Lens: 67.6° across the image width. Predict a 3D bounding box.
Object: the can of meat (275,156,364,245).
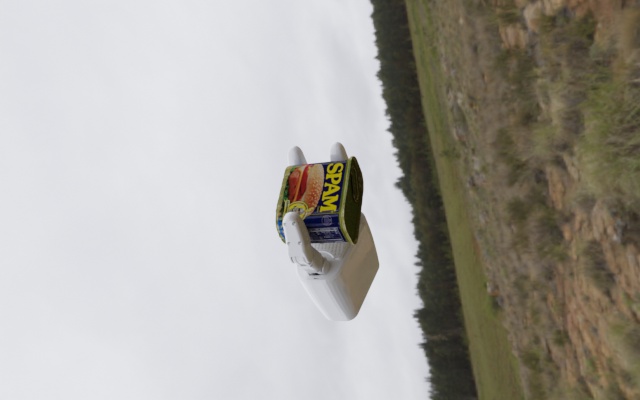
[{"bbox_3d":[0.000,0.002,0.552,0.084,0.102,0.057,-4,-38,20],"label":"can of meat"}]
